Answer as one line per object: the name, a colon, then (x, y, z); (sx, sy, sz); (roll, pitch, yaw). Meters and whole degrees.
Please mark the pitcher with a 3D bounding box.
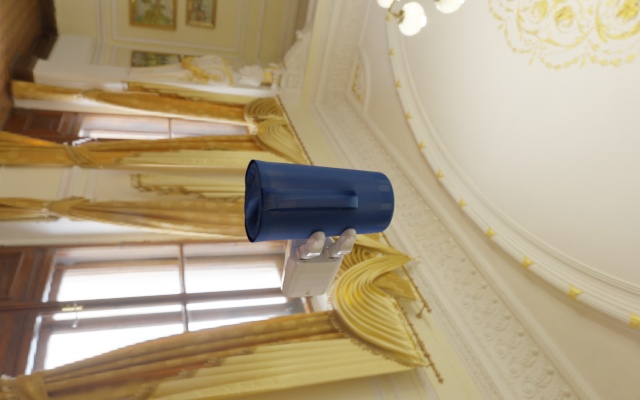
pitcher: (0.000, 0.003, 0.791); (0.243, 0.145, 0.149); (0, 43, -20)
